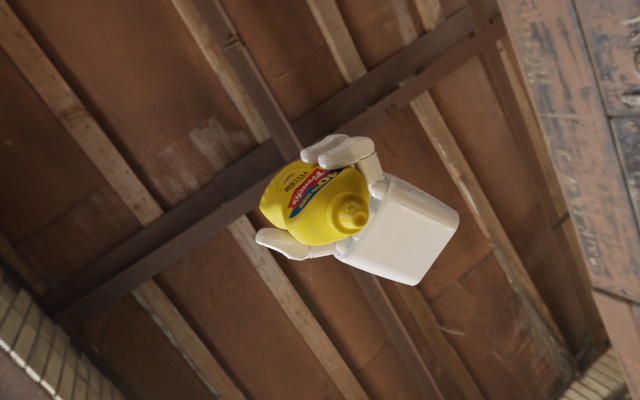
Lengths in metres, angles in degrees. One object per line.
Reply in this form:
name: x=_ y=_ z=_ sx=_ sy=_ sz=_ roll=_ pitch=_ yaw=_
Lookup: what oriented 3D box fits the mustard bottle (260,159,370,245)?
mustard bottle: x=0.000 y=0.001 z=0.516 sx=0.096 sy=0.058 sz=0.191 roll=-43 pitch=23 yaw=-10
